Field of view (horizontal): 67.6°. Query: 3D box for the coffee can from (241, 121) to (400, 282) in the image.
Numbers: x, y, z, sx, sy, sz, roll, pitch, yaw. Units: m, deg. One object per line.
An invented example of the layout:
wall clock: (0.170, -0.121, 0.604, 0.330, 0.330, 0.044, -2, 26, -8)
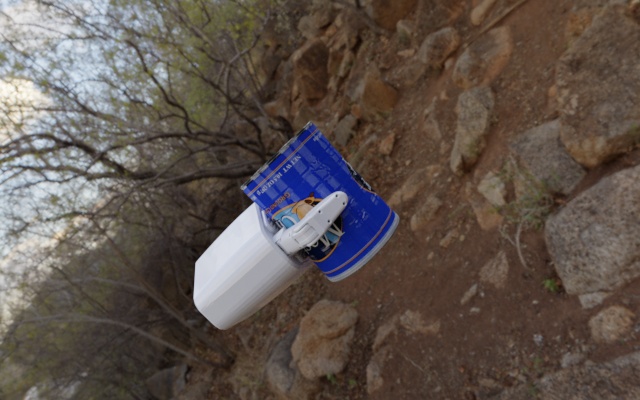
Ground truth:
coffee can: (0.000, 0.002, 0.512, 0.103, 0.140, 0.103, -43, 8, 7)
